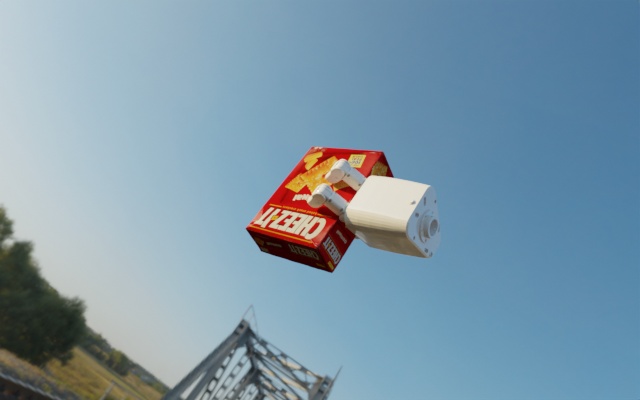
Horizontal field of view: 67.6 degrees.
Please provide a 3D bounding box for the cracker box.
[{"bbox_3d":[0.000,0.003,0.808,0.164,0.213,0.072,10,-38,40],"label":"cracker box"}]
